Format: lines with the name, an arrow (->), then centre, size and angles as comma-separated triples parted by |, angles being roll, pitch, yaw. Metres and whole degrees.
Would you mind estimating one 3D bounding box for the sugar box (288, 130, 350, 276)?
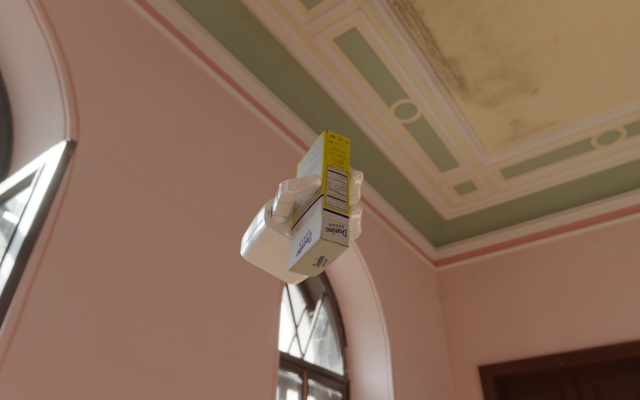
sugar box -> 0.001, 0.002, 0.627 | 0.048, 0.176, 0.093 | 17, -38, -22
